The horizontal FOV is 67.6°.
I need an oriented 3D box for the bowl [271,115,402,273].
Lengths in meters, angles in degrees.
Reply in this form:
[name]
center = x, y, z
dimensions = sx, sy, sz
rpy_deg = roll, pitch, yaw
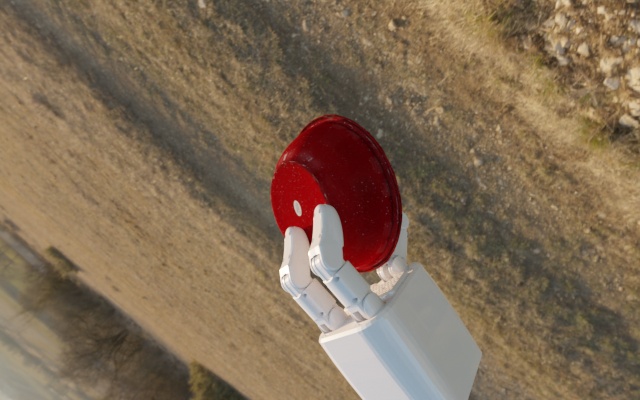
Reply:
[bowl]
center = -0.001, 0.001, 0.461
dimensions = 0.055, 0.162, 0.162
rpy_deg = -18, 11, -37
